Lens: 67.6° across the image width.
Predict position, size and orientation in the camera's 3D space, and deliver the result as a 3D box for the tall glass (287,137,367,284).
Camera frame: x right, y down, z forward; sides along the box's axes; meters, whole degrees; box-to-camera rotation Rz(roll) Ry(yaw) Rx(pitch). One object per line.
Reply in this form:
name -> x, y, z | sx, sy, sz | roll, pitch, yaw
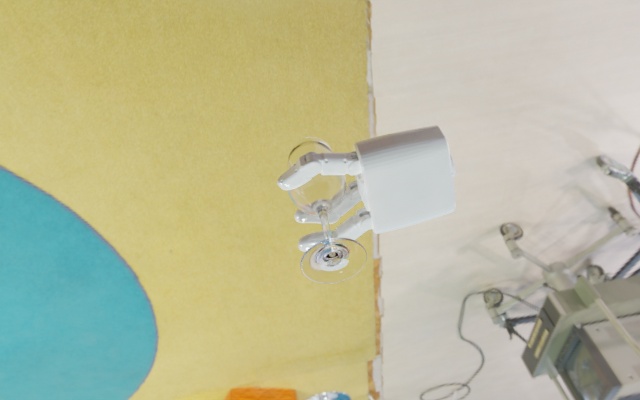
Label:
tall glass -> 0.000, 0.002, 0.596 | 0.079, 0.079, 0.200 | 0, 41, -12
